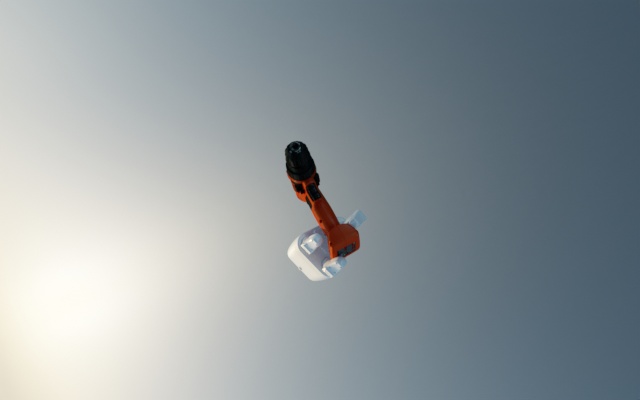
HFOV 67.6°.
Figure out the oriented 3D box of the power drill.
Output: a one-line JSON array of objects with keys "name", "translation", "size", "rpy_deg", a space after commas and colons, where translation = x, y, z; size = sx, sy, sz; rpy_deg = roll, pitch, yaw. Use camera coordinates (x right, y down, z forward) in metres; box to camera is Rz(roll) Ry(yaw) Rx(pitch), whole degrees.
[{"name": "power drill", "translation": [0.000, 0.003, 0.826], "size": [0.057, 0.187, 0.184], "rpy_deg": [-27, -23, -5]}]
